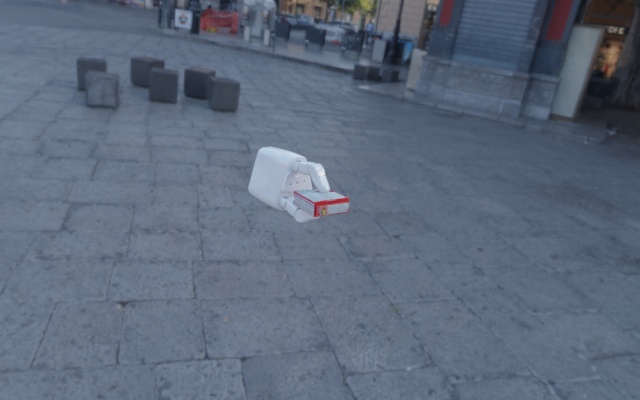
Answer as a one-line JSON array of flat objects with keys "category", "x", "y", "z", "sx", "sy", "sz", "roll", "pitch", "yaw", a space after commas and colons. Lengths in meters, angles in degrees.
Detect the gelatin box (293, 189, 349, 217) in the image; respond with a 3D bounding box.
[{"category": "gelatin box", "x": 0.000, "y": 0.003, "z": 0.893, "sx": 0.073, "sy": 0.030, "sz": 0.089, "roll": -7, "pitch": 18, "yaw": -29}]
